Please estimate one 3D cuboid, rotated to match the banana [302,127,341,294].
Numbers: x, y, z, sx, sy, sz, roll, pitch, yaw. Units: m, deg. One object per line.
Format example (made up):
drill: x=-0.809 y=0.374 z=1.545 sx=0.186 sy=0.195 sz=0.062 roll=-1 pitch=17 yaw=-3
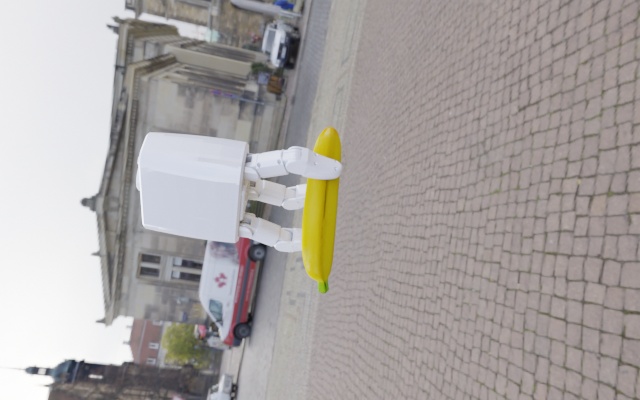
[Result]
banana: x=0.001 y=0.001 z=0.532 sx=0.037 sy=0.197 sz=0.070 roll=5 pitch=-12 yaw=-1
